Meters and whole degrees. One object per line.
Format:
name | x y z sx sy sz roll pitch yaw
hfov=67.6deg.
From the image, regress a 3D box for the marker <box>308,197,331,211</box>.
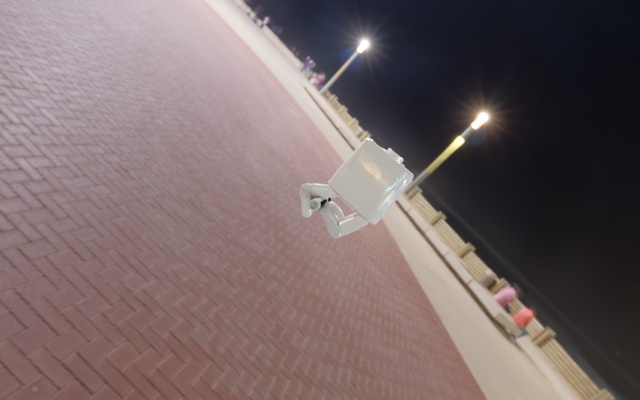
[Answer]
marker | 0.000 0.003 0.835 0.020 0.020 0.121 0 5 11
